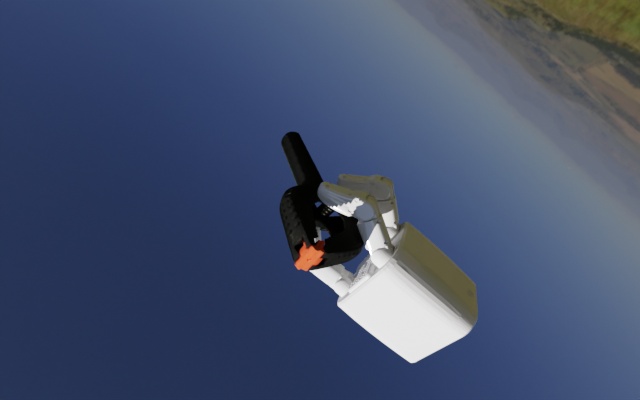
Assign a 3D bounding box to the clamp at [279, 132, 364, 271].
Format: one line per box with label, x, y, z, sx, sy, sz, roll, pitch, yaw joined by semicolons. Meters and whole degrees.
clamp;0.000;0.003;0.501;0.164;0.036;0.210;40;25;-1
